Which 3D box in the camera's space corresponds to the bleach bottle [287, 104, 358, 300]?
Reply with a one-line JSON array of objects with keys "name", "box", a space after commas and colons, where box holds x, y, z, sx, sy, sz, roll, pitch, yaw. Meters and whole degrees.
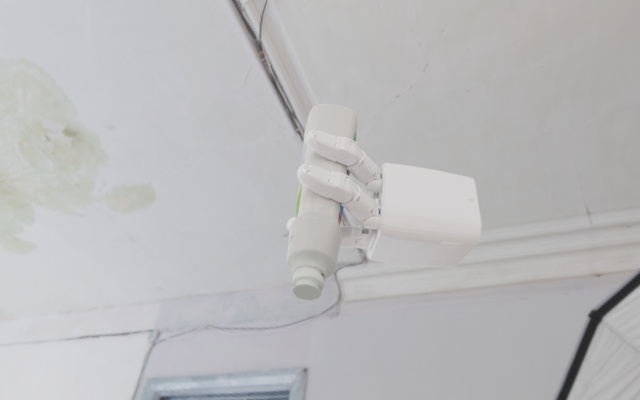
[{"name": "bleach bottle", "box": [0.000, 0.002, 0.543, 0.068, 0.250, 0.103, 8, -42, 1]}]
